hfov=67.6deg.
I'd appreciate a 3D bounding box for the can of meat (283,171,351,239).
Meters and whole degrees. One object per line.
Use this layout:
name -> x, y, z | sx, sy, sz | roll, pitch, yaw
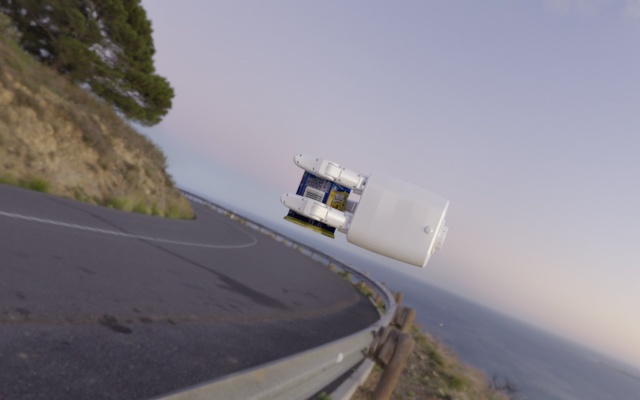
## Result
can of meat -> 0.000, 0.002, 0.671 | 0.057, 0.084, 0.102 | 21, -3, 20
